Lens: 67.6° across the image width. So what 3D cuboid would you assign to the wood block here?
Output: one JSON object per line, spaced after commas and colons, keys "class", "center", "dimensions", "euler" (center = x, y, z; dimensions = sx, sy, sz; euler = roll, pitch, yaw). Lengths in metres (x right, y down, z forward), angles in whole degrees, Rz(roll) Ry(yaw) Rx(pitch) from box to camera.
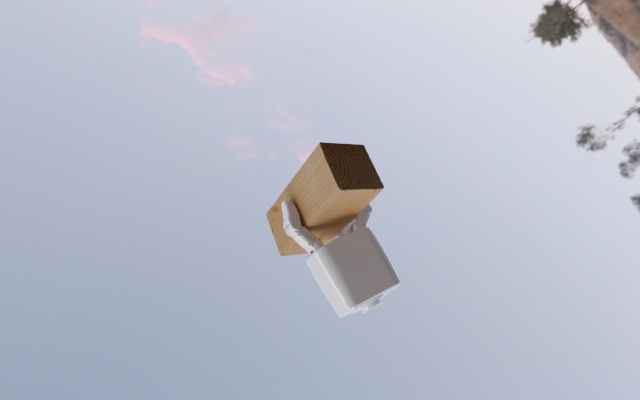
{"class": "wood block", "center": [0.000, 0.003, 0.794], "dimensions": [0.091, 0.090, 0.206], "euler": [-2, -32, -36]}
